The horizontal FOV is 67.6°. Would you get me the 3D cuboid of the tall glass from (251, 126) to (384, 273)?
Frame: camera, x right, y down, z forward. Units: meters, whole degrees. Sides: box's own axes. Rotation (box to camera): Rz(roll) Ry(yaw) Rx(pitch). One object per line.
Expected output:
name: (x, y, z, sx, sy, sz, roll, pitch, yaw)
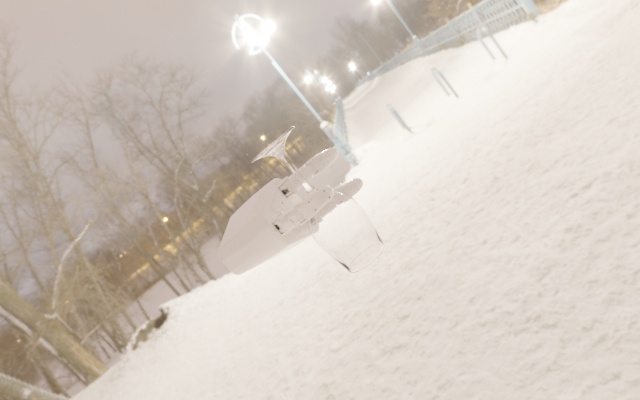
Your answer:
tall glass: (0.000, 0.001, 0.634, 0.079, 0.201, 0.079, -39, 8, 7)
